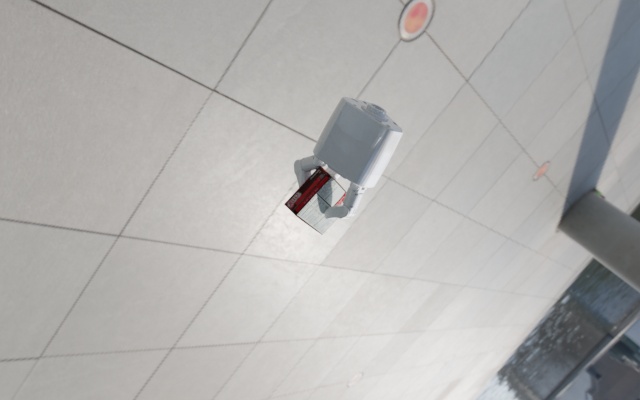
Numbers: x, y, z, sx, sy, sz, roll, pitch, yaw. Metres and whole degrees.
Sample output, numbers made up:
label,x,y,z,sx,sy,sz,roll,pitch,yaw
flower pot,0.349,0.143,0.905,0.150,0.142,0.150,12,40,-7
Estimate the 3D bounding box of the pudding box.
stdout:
label,x,y,z,sx,sy,sz,roll,pitch,yaw
pudding box,0.000,0.003,0.831,0.039,0.090,0.113,45,1,34
